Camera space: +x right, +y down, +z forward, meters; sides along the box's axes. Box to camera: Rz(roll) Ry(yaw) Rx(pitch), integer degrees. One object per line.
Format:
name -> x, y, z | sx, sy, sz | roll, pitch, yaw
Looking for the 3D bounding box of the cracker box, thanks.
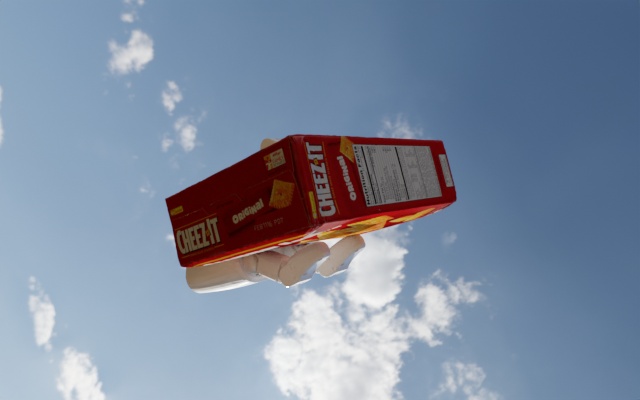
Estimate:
cracker box -> 0.000, 0.001, 0.434 | 0.164, 0.072, 0.213 | -20, -9, 41
